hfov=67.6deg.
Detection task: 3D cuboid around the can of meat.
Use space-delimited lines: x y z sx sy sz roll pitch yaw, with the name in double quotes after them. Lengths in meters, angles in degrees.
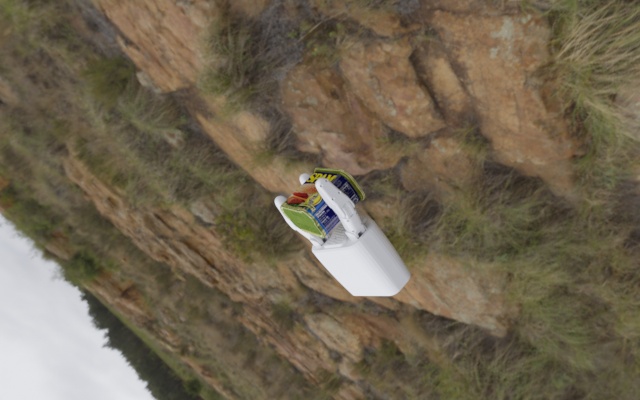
0.000 0.002 0.685 0.084 0.057 0.102 -46 25 -17 "can of meat"
